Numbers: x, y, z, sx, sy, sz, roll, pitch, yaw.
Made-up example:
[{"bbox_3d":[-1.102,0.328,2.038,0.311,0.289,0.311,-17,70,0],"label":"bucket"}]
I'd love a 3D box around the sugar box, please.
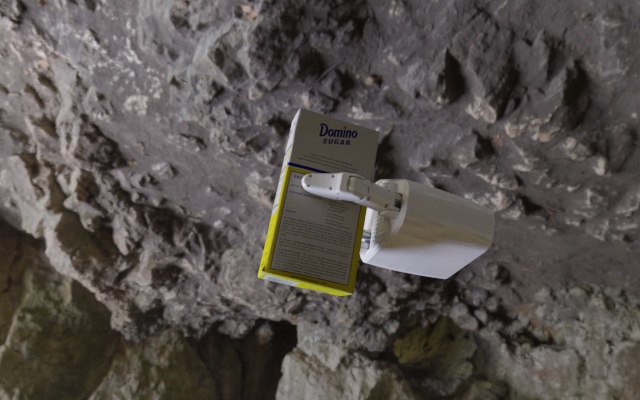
[{"bbox_3d":[0.000,0.002,0.494,0.093,0.176,0.048,15,-19,-12],"label":"sugar box"}]
